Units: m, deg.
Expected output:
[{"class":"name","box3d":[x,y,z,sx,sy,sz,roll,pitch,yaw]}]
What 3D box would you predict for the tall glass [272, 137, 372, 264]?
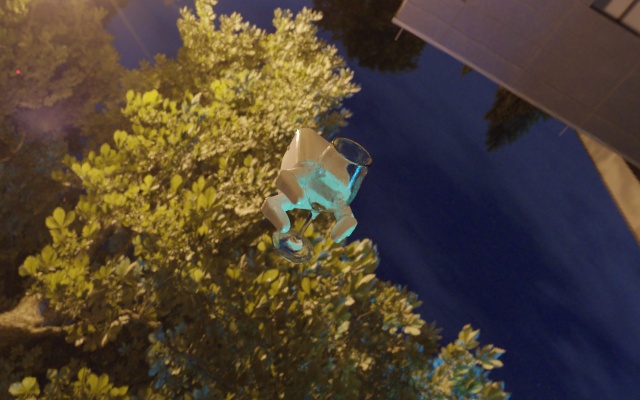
[{"class":"tall glass","box3d":[0.000,0.003,0.709,0.079,0.201,0.079,21,35,-16]}]
